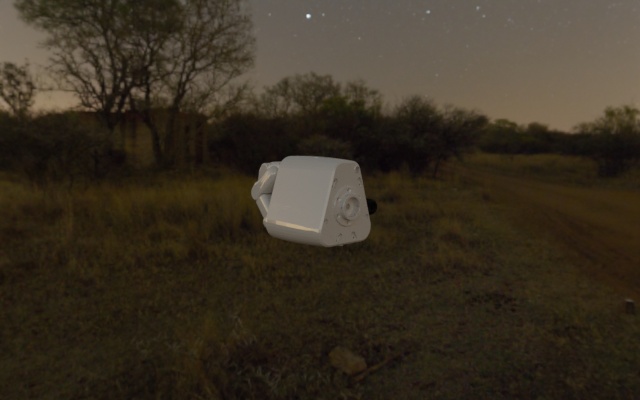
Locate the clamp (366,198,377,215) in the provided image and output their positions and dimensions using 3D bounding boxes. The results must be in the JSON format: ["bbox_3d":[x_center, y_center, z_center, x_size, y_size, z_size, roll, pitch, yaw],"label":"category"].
[{"bbox_3d":[0.000,0.002,0.737,0.171,0.039,0.120,-5,8,-42],"label":"clamp"}]
